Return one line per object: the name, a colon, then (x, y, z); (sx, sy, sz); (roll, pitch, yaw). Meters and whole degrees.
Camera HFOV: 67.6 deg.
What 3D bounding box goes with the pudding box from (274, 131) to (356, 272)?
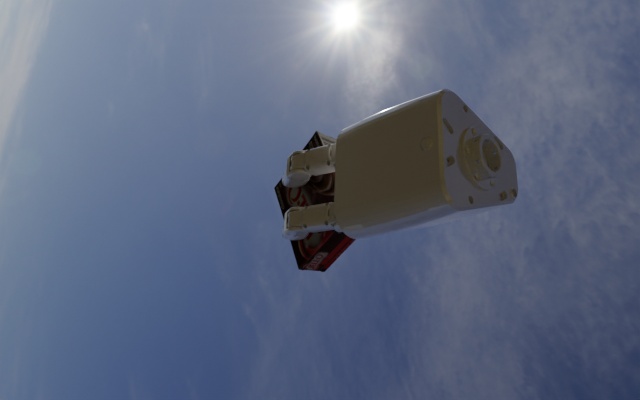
pudding box: (0.000, 0.002, 0.482); (0.039, 0.113, 0.090); (15, -50, -35)
